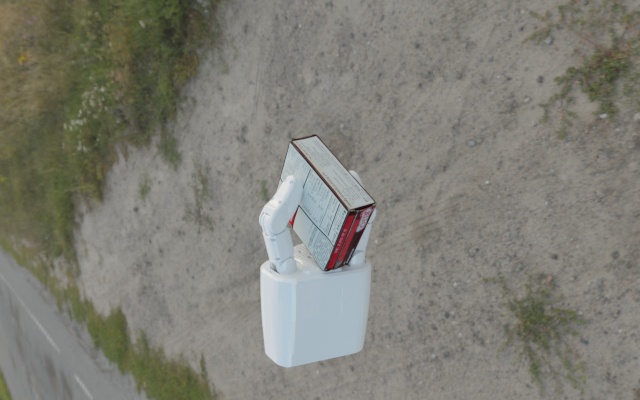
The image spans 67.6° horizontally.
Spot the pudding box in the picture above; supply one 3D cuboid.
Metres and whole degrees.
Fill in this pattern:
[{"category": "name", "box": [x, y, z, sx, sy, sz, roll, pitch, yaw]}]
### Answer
[{"category": "pudding box", "box": [0.000, 0.002, 0.488, 0.039, 0.090, 0.113, -15, 51, -35]}]
